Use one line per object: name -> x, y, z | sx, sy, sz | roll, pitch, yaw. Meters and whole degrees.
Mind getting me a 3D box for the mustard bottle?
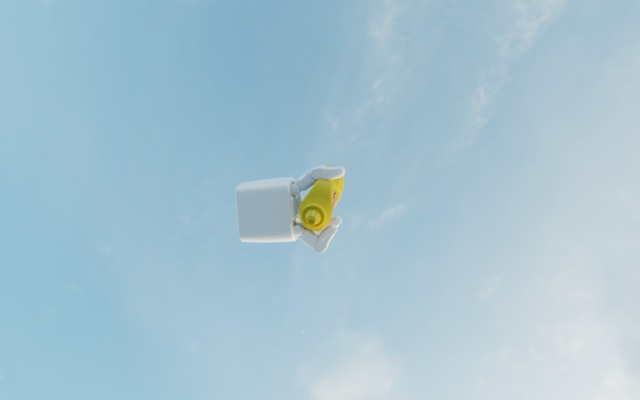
mustard bottle -> 0.001, 0.003, 0.876 | 0.058, 0.096, 0.191 | 19, 21, 4
